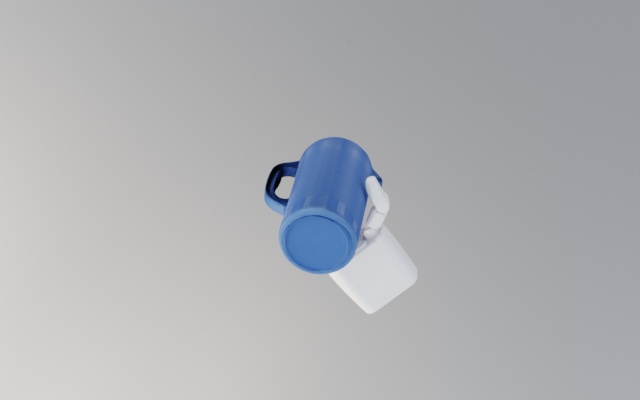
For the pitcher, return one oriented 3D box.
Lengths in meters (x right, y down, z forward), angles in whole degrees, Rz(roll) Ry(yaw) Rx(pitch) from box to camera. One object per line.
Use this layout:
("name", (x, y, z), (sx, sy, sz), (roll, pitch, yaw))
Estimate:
("pitcher", (0.000, 0.003, 0.742), (0.149, 0.145, 0.242), (-32, 18, 22))
